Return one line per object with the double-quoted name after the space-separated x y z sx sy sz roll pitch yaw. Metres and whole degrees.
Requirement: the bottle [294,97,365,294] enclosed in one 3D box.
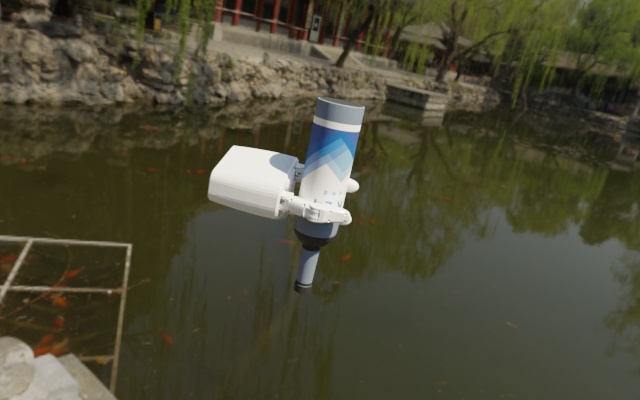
0.000 0.002 0.701 0.069 0.296 0.069 11 17 -3 "bottle"
